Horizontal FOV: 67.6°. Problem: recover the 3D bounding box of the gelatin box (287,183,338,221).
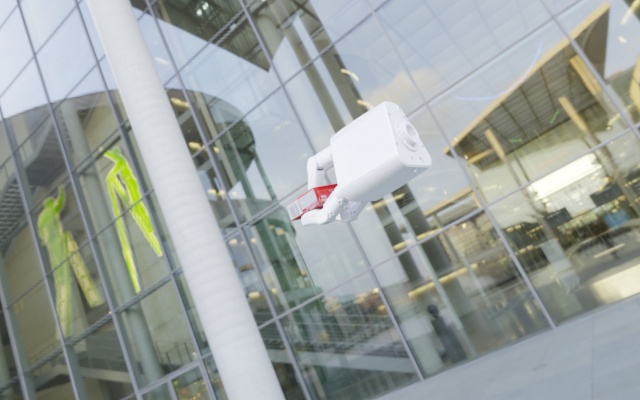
[{"bbox_3d":[0.000,0.002,0.763,0.073,0.030,0.089,-9,-15,-38],"label":"gelatin box"}]
